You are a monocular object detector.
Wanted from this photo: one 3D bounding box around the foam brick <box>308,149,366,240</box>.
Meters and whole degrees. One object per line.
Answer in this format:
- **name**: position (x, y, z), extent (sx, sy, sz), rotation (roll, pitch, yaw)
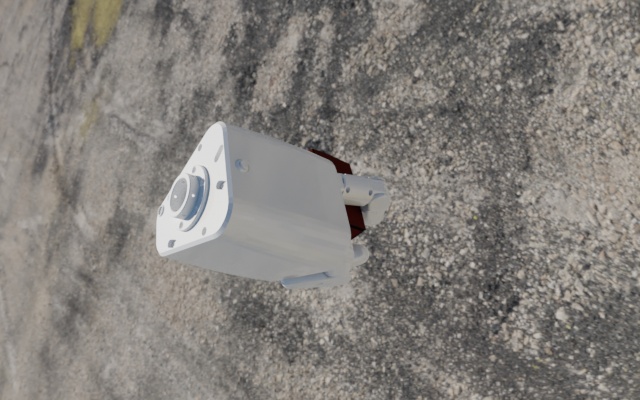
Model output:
- **foam brick**: position (0.000, 0.001, 0.443), extent (0.051, 0.078, 0.053), rotation (18, -43, -38)
